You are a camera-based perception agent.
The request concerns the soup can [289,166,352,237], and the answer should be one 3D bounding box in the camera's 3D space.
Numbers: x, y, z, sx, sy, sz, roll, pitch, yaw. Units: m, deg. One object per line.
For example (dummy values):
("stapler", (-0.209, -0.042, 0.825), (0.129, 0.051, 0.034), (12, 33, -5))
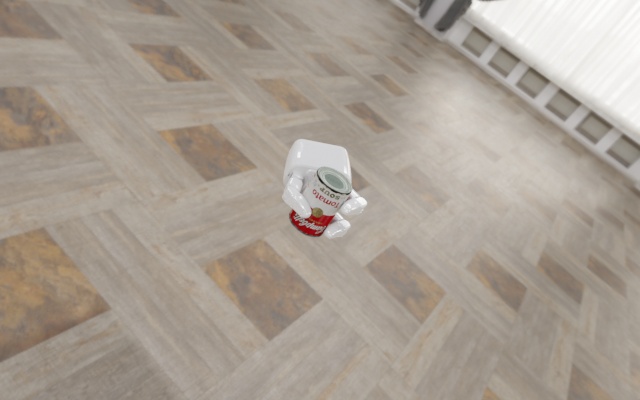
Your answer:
("soup can", (0.000, 0.003, 0.794), (0.068, 0.102, 0.068), (24, 32, -16))
